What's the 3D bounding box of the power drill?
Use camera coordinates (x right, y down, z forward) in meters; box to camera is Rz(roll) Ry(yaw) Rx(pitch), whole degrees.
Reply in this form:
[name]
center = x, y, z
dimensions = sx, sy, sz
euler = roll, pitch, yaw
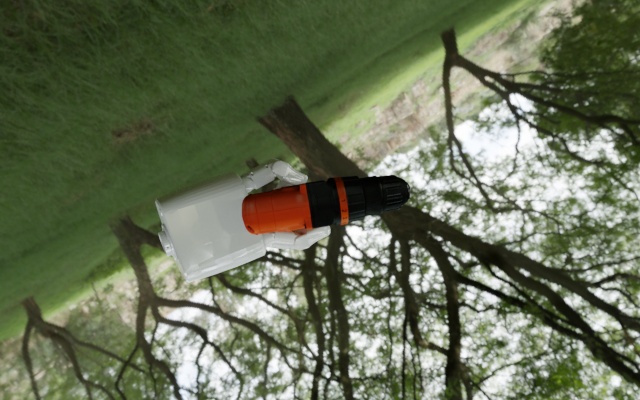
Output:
[power drill]
center = 0.000, 0.002, 0.585
dimensions = 0.184, 0.057, 0.187
euler = -7, -1, -6
